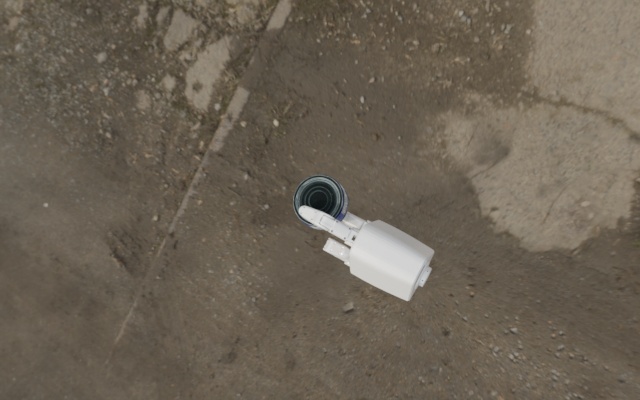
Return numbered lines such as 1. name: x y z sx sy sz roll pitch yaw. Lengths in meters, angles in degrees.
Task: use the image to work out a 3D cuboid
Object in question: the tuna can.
1. tuna can: 0.000 0.002 0.763 0.086 0.086 0.034 0 -12 17
